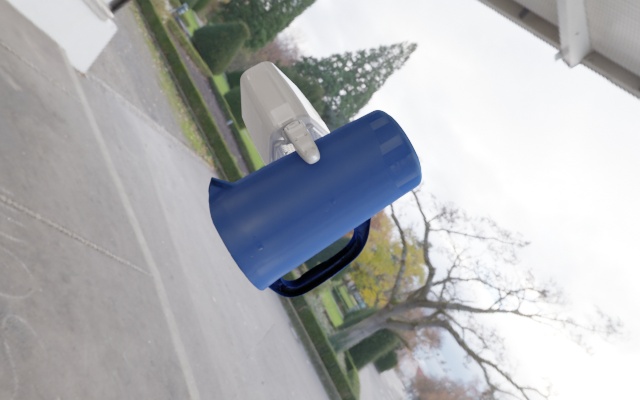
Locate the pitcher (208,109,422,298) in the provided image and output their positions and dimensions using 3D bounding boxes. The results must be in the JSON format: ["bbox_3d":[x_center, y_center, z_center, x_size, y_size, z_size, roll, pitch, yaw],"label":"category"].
[{"bbox_3d":[0.000,0.002,0.583,0.243,0.145,0.149,-30,-24,-2],"label":"pitcher"}]
